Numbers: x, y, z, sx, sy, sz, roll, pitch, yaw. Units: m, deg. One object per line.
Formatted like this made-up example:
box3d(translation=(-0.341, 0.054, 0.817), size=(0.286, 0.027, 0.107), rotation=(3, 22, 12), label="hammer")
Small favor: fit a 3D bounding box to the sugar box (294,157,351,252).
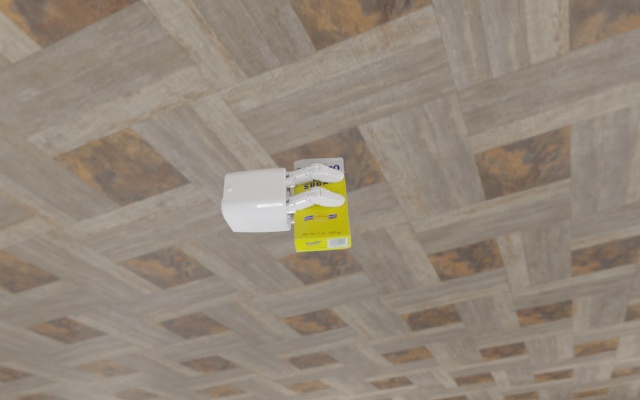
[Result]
box3d(translation=(0.000, 0.002, 0.831), size=(0.093, 0.176, 0.048), rotation=(-4, -36, -1), label="sugar box")
